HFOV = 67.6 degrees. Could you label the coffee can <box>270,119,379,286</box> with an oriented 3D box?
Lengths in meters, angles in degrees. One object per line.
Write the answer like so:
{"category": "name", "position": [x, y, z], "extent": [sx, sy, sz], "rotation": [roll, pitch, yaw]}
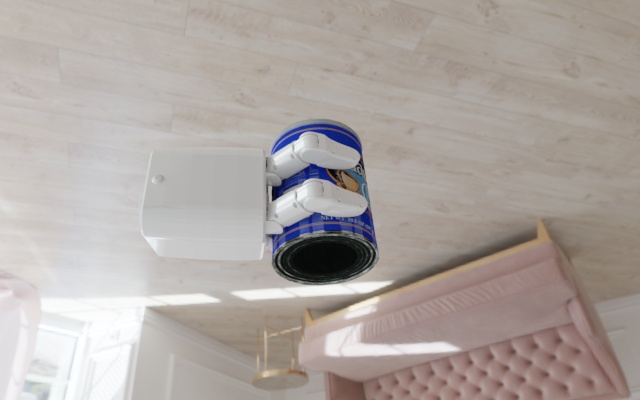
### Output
{"category": "coffee can", "position": [0.000, 0.002, 0.492], "extent": [0.103, 0.140, 0.103], "rotation": [-3, -36, -2]}
